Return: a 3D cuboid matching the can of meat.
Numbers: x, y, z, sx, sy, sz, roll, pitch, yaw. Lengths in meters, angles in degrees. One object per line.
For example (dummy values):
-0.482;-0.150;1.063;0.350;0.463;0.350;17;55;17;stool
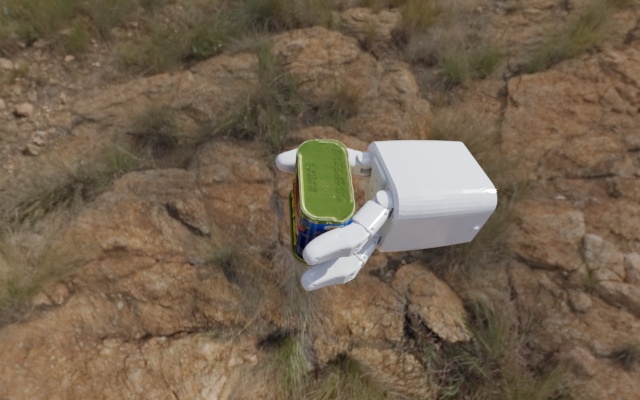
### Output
0.000;0.001;0.478;0.057;0.102;0.084;0;-34;-8;can of meat
